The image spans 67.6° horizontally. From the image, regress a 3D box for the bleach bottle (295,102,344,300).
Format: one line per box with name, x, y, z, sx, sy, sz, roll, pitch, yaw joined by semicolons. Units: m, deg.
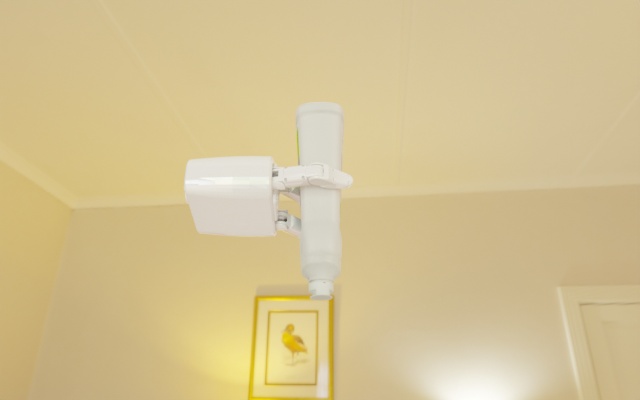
bleach bottle;0.000;0.002;0.630;0.068;0.250;0.103;-1;-24;1
